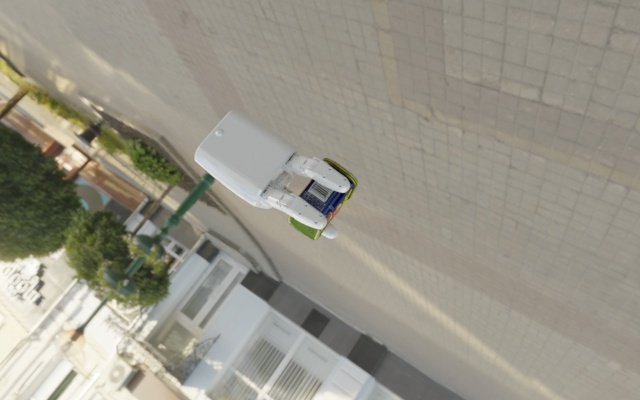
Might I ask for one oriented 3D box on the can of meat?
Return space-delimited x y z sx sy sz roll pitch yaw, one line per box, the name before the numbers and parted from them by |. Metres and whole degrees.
can of meat | 0.000 0.002 0.644 0.057 0.084 0.102 36 -16 5
